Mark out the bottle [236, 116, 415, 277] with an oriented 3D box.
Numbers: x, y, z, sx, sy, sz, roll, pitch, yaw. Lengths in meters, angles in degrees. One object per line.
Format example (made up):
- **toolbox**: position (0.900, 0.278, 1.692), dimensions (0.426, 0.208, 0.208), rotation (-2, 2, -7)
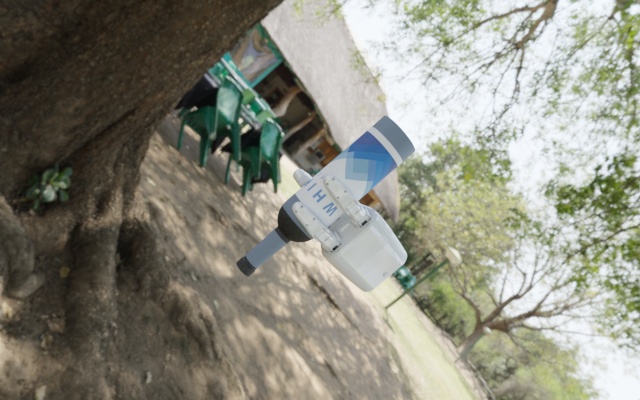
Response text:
- **bottle**: position (0.000, 0.002, 0.674), dimensions (0.296, 0.069, 0.069), rotation (-41, -2, 2)
